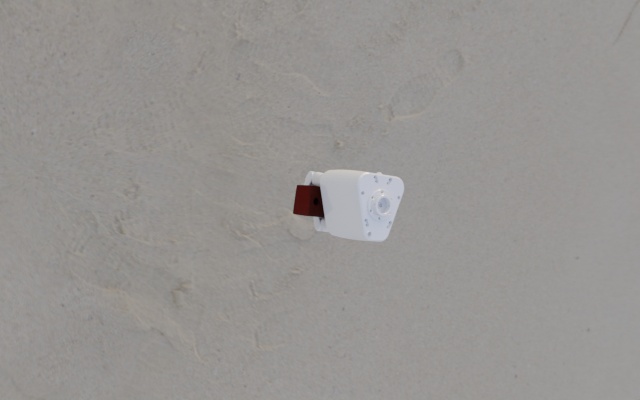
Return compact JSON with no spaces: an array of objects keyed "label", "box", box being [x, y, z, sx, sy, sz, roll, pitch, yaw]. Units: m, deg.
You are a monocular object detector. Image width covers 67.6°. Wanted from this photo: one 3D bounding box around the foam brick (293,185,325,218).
[{"label":"foam brick","box":[0.000,0.003,0.829,0.078,0.053,0.051,6,0,-31]}]
